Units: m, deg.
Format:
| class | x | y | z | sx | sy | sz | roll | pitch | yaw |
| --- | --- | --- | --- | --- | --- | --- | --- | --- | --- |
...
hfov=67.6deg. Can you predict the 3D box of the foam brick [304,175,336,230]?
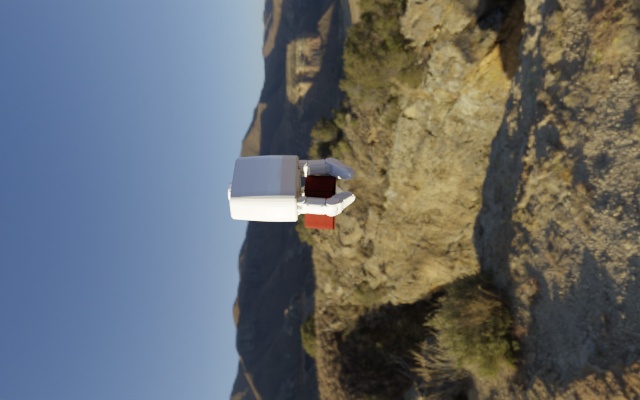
| class | x | y | z | sx | sy | sz | roll | pitch | yaw |
| --- | --- | --- | --- | --- | --- | --- | --- | --- | --- |
| foam brick | 0.000 | 0.003 | 0.808 | 0.051 | 0.078 | 0.053 | 1 | 33 | 2 |
